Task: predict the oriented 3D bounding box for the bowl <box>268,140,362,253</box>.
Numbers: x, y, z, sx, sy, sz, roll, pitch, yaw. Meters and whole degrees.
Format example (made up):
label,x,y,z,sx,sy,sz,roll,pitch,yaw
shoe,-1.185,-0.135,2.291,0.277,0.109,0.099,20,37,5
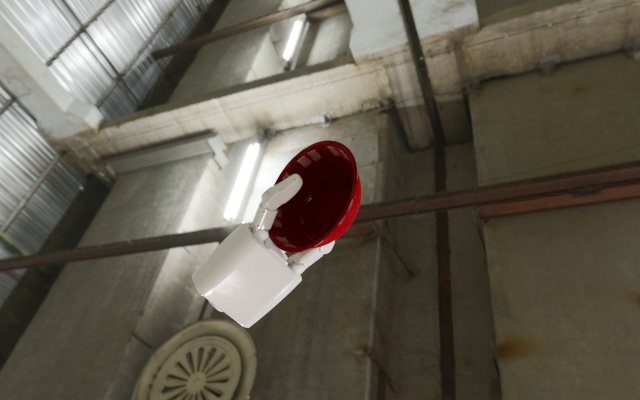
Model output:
label,x,y,z,sx,sy,sz,roll,pitch,yaw
bowl,0.001,0.001,0.644,0.162,0.162,0.055,0,-23,45
